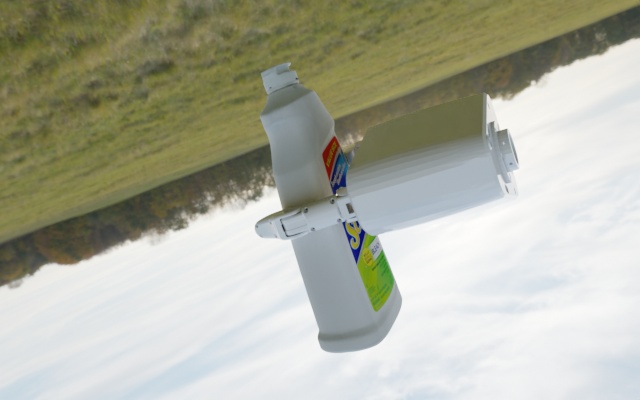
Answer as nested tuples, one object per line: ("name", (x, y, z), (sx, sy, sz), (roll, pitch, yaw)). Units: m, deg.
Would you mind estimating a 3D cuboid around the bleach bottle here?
("bleach bottle", (0.000, 0.001, 0.434), (0.068, 0.251, 0.102), (-16, 9, 28))
